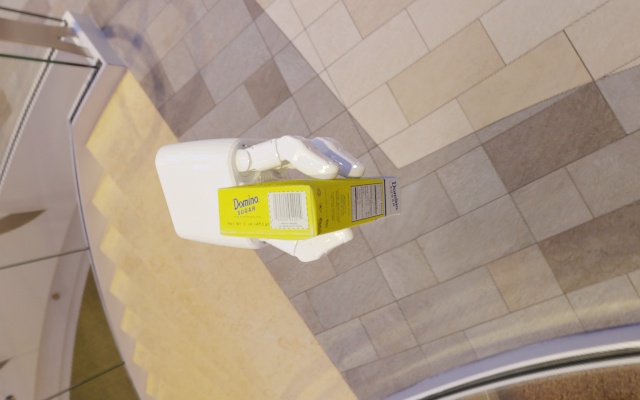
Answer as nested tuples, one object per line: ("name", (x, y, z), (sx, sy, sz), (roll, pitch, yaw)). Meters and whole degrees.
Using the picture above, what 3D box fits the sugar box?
("sugar box", (0.000, 0.001, 0.440), (0.093, 0.048, 0.176), (0, 7, 30))
